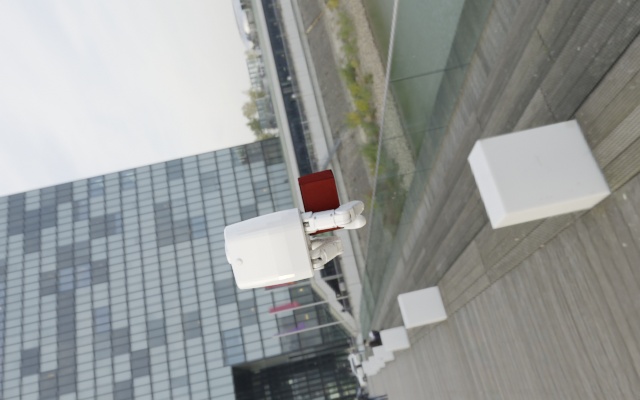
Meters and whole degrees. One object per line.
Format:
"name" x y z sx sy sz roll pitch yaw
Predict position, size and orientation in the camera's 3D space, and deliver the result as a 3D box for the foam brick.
"foam brick" 0.000 0.002 0.676 0.051 0.078 0.053 -12 15 0
